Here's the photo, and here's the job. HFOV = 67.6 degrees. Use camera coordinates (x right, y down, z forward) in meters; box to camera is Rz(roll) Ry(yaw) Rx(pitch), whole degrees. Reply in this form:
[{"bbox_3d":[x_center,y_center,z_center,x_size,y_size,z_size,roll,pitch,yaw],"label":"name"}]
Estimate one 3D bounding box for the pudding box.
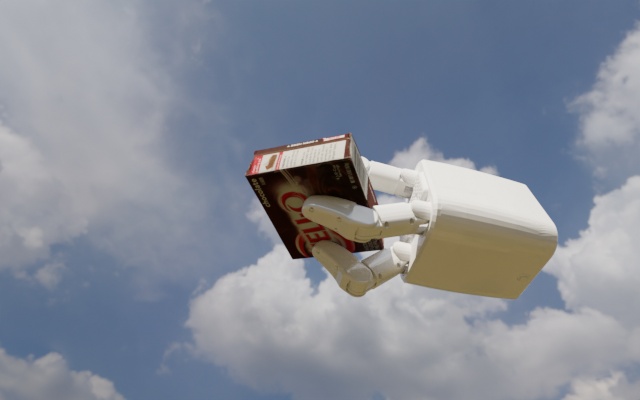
[{"bbox_3d":[0.000,0.001,0.414,0.090,0.114,0.039,-9,41,18],"label":"pudding box"}]
